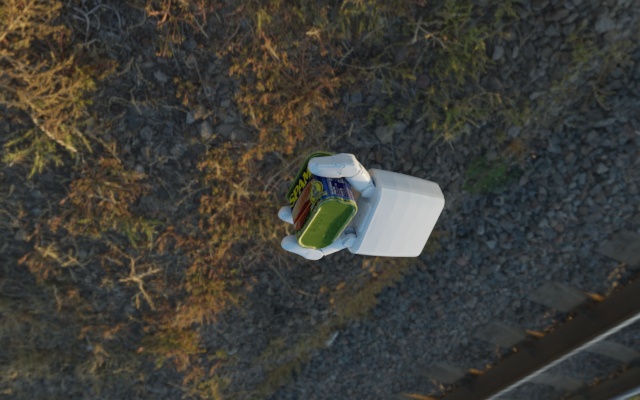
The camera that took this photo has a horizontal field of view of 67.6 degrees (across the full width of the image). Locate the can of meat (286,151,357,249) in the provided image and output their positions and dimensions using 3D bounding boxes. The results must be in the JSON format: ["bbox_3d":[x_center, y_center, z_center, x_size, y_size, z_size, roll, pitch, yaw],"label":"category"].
[{"bbox_3d":[0.000,0.002,0.618,0.057,0.084,0.102,10,-46,-26],"label":"can of meat"}]
